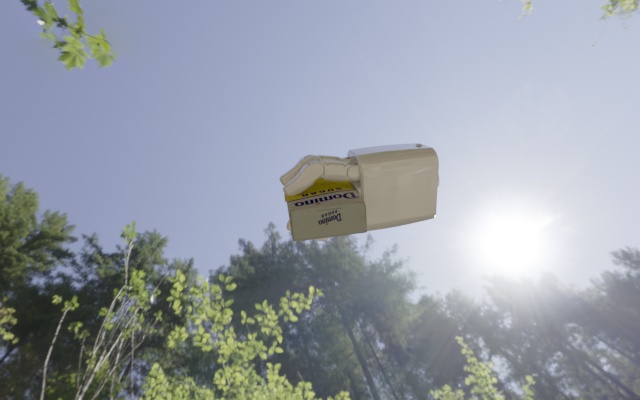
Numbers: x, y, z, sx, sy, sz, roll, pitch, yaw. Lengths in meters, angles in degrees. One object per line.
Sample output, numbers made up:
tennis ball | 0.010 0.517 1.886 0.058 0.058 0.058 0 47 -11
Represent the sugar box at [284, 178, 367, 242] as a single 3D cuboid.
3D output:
sugar box | 0.000 0.002 0.647 0.093 0.048 0.176 -7 14 -6
